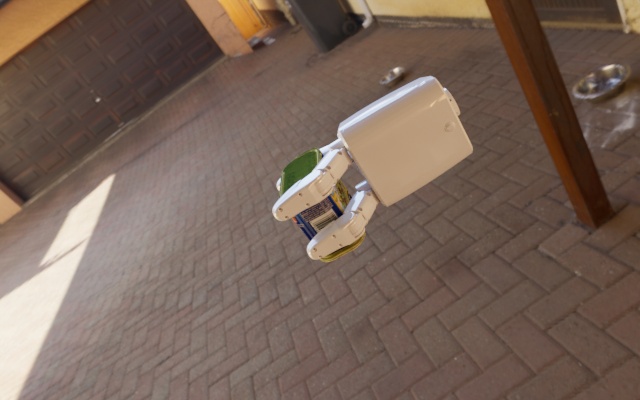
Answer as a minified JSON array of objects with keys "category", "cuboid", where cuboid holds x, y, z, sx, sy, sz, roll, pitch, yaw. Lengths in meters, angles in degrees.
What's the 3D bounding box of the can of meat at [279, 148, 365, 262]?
[{"category":"can of meat","cuboid":[0.000,0.001,0.518,0.057,0.084,0.102,-29,27,13]}]
